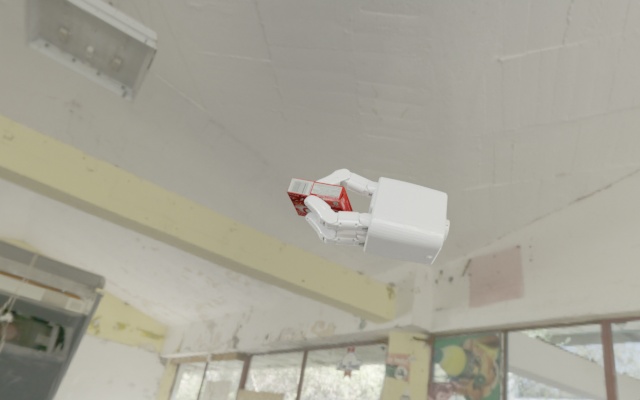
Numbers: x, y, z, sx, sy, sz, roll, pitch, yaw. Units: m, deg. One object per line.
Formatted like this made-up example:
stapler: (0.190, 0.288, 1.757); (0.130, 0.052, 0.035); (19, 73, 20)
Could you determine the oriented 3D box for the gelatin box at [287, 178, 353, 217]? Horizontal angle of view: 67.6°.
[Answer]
gelatin box: (0.000, 0.002, 0.738); (0.089, 0.030, 0.073); (11, -28, 20)
